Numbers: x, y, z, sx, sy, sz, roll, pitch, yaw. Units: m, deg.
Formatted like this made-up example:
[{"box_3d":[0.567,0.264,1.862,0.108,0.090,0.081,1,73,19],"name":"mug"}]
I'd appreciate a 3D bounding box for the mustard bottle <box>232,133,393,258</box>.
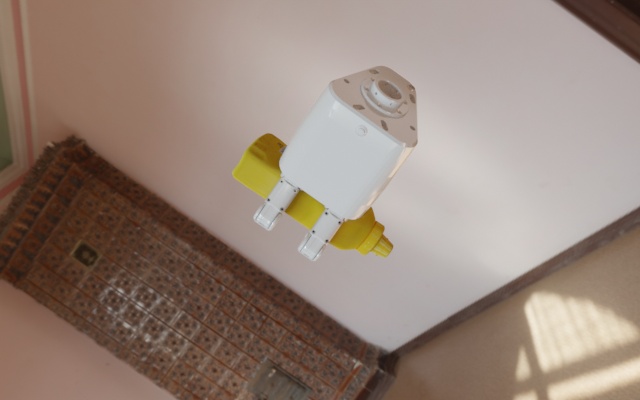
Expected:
[{"box_3d":[0.000,0.002,0.535,0.191,0.058,0.096,35,18,-1],"name":"mustard bottle"}]
